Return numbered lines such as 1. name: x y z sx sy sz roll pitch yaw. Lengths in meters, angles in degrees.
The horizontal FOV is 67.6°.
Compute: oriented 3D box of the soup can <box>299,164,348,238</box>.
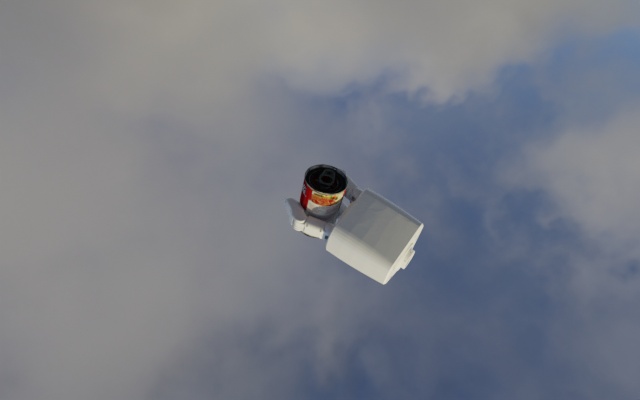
1. soup can: 0.000 0.003 0.761 0.068 0.102 0.068 7 44 -7
